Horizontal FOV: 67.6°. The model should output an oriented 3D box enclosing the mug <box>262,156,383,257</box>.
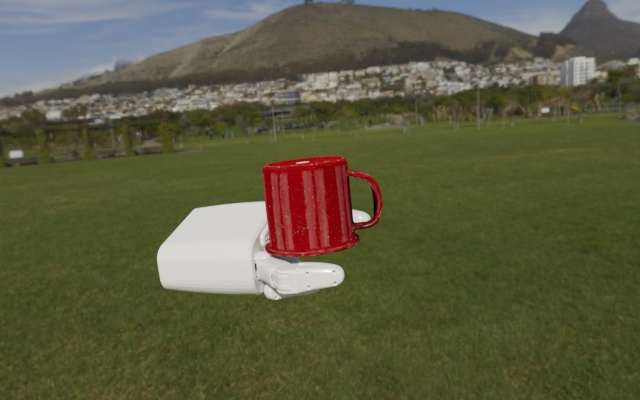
[{"bbox_3d":[0.001,0.001,0.454,0.117,0.081,0.093,-3,9,15],"label":"mug"}]
